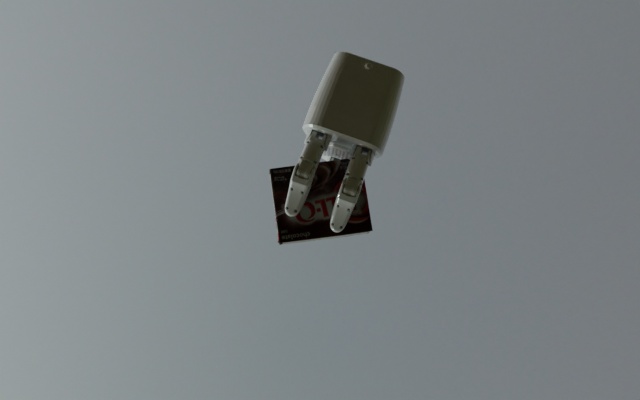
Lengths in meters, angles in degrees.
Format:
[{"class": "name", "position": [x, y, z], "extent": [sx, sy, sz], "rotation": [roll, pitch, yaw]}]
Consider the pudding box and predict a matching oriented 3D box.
[{"class": "pudding box", "position": [0.000, 0.002, 0.571], "extent": [0.113, 0.090, 0.039], "rotation": [-8, -10, -3]}]
